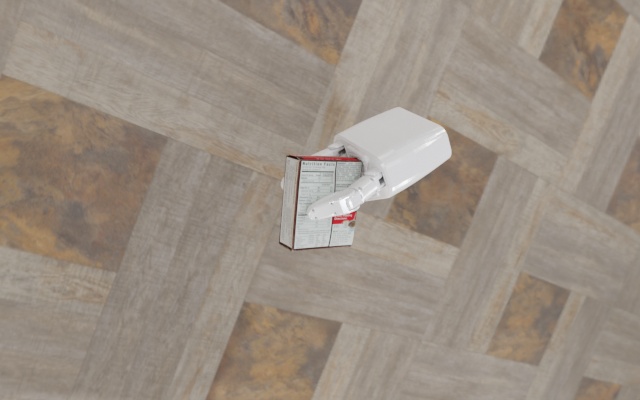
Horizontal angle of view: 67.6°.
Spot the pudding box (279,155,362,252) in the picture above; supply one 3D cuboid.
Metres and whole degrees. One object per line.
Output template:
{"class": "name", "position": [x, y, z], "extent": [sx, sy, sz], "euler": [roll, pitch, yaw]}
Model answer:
{"class": "pudding box", "position": [0.000, 0.002, 0.579], "extent": [0.090, 0.113, 0.039], "euler": [-1, 11, -31]}
